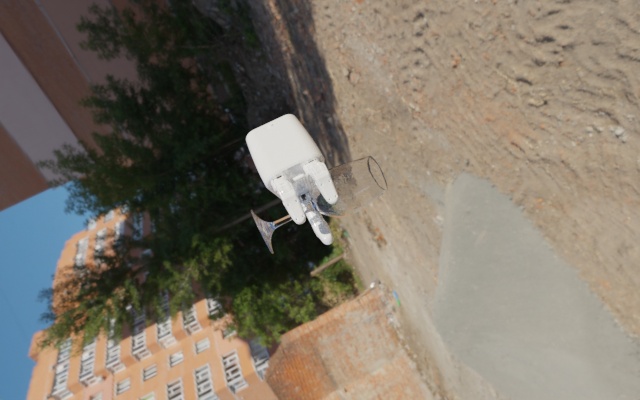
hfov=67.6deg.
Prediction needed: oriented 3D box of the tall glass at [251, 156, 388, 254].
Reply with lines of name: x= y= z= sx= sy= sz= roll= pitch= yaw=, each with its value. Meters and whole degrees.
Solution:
tall glass: x=0.000 y=0.003 z=0.726 sx=0.201 sy=0.079 sz=0.079 roll=-26 pitch=3 yaw=-5
